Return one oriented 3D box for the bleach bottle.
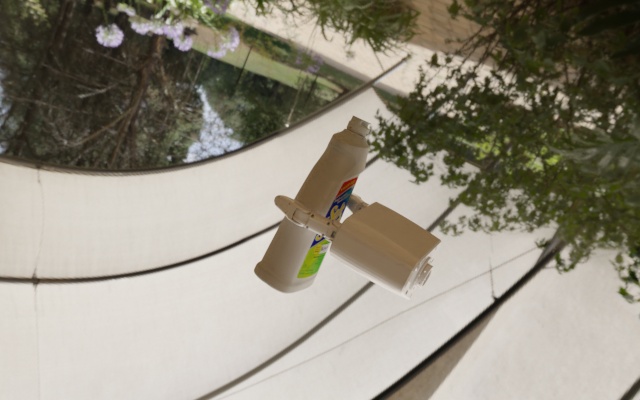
[{"bbox_3d":[0.000,0.002,0.660,0.068,0.251,0.102,30,12,23],"label":"bleach bottle"}]
